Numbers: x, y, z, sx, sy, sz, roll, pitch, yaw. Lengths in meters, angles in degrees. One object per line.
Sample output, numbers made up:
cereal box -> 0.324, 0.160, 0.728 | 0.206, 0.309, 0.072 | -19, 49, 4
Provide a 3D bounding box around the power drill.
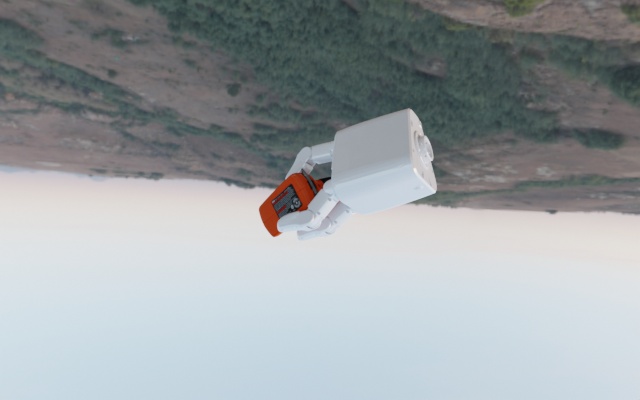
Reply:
power drill -> 0.000, 0.002, 0.724 | 0.187, 0.057, 0.184 | -14, -23, -48
